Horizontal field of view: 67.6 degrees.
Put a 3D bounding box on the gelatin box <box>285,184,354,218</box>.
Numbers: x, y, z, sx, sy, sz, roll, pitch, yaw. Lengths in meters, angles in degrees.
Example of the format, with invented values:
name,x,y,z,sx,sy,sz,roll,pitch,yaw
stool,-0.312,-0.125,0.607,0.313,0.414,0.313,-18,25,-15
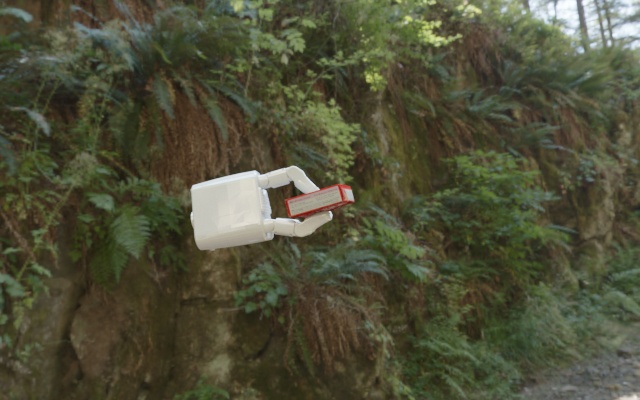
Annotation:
name,x,y,z,sx,sy,sz,roll,pitch,yaw
gelatin box,0.000,0.002,0.725,0.089,0.030,0.073,-17,-6,15
